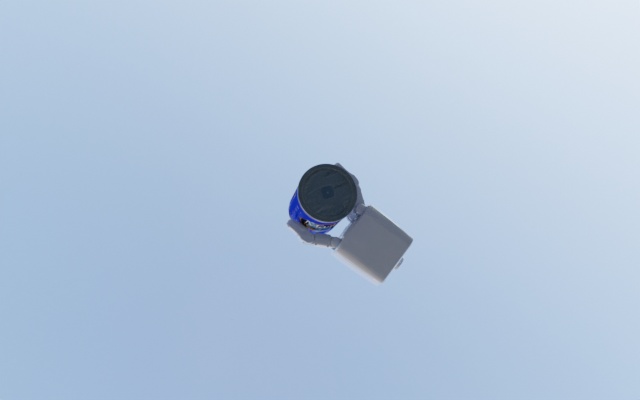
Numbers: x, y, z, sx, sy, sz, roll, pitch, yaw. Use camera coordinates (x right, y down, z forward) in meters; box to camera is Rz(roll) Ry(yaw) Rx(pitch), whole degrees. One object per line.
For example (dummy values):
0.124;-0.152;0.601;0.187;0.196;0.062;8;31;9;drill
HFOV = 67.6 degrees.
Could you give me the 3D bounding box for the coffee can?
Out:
0.000;0.003;0.869;0.103;0.102;0.140;0;-14;-10;coffee can
